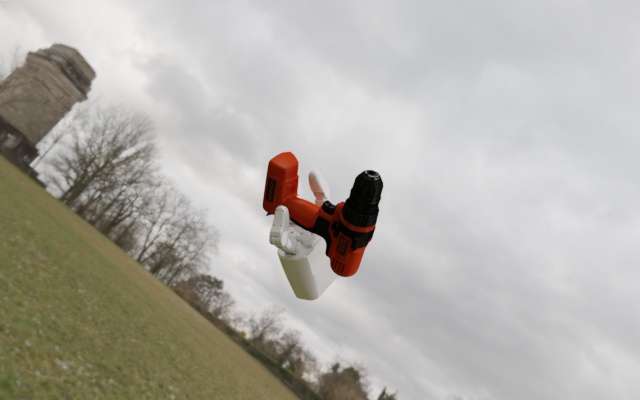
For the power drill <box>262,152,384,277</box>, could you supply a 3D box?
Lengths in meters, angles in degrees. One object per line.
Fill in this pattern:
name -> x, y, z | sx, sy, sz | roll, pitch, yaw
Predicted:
power drill -> 0.000, 0.002, 0.709 | 0.187, 0.185, 0.057 | 35, 40, 27
